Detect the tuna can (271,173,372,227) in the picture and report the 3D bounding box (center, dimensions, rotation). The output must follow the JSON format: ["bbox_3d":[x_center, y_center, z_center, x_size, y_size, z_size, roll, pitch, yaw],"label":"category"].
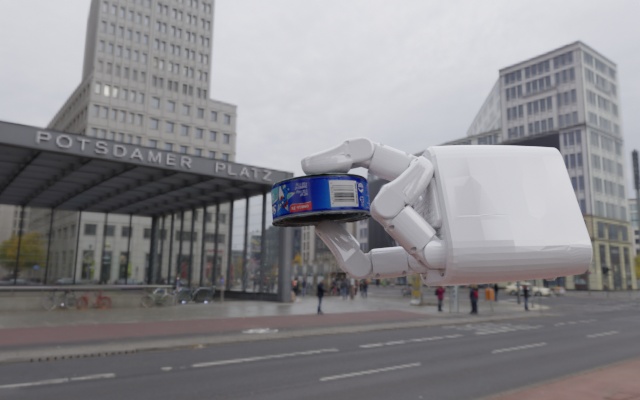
[{"bbox_3d":[0.000,0.001,0.412,0.086,0.033,0.086,-5,-9,-1],"label":"tuna can"}]
